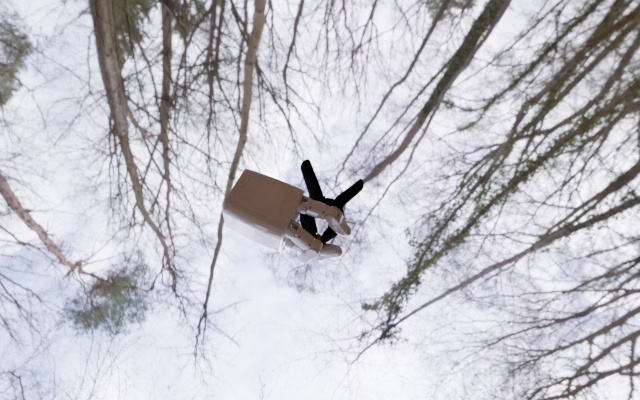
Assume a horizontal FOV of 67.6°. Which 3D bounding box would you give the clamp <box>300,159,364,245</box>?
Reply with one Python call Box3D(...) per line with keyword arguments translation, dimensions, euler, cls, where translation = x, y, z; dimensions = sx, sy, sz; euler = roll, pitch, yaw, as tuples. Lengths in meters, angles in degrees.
Box3D(translation=(0.000, 0.003, 0.829), dimensions=(0.120, 0.171, 0.039), euler=(23, -39, 2), cls="clamp")
